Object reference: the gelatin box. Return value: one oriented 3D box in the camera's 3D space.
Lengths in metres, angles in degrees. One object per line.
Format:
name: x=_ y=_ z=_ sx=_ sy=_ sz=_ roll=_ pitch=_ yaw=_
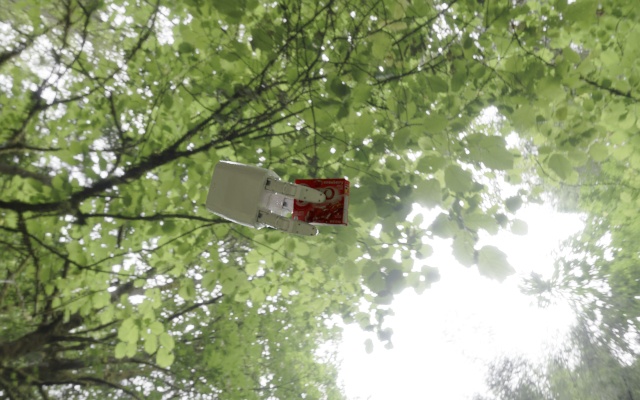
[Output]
gelatin box: x=0.001 y=0.003 z=0.766 sx=0.089 sy=0.073 sz=0.030 roll=1 pitch=-8 yaw=22
